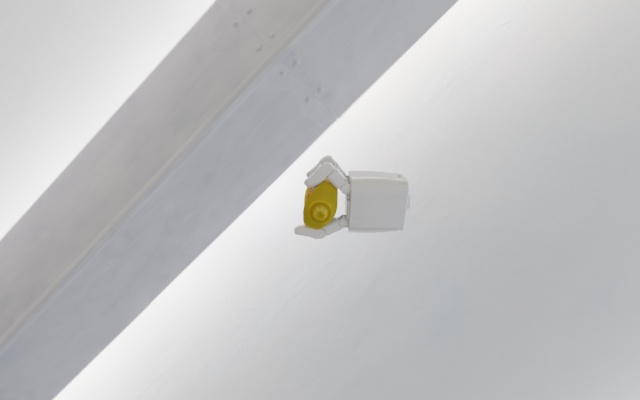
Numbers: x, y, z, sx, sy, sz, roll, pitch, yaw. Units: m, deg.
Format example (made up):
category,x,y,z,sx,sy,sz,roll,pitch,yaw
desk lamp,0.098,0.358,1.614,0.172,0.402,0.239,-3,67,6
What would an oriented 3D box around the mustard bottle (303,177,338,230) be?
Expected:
category,x,y,z,sx,sy,sz,roll,pitch,yaw
mustard bottle,0.000,0.003,0.894,0.058,0.096,0.191,25,13,-6
